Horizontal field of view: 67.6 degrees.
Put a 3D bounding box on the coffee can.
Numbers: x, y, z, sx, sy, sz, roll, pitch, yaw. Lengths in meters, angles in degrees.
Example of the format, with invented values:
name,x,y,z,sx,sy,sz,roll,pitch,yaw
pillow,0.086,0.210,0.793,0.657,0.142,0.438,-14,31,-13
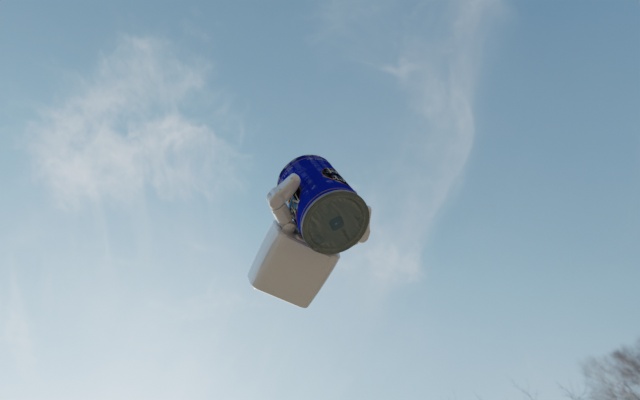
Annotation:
name,x,y,z,sx,sy,sz,roll,pitch,yaw
coffee can,0.000,0.002,0.732,0.103,0.103,0.140,0,27,-22
